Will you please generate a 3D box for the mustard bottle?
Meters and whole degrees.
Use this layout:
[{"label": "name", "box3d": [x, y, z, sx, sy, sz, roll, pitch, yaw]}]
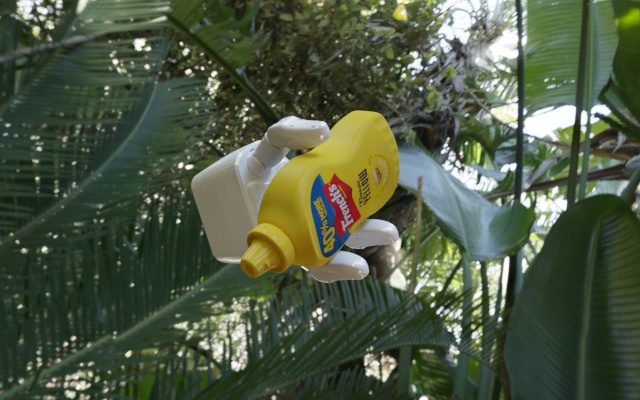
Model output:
[{"label": "mustard bottle", "box3d": [0.000, 0.001, 0.419, 0.058, 0.096, 0.191, 14, 40, 35]}]
